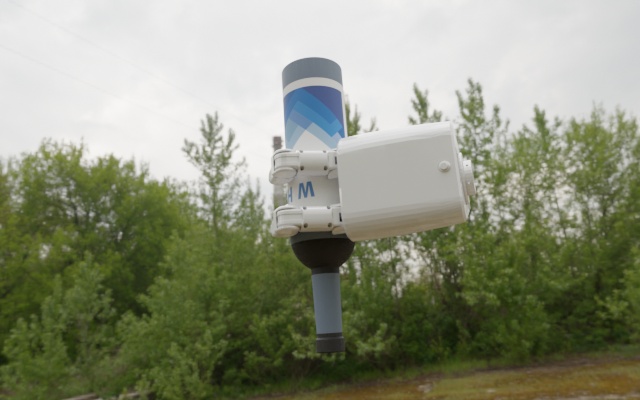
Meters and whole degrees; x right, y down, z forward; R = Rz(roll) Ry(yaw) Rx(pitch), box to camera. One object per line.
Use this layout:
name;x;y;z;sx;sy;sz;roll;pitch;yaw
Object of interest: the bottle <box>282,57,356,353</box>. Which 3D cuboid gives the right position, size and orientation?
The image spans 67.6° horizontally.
bottle;0.000;0.001;0.489;0.069;0.295;0.069;-4;-14;-1
